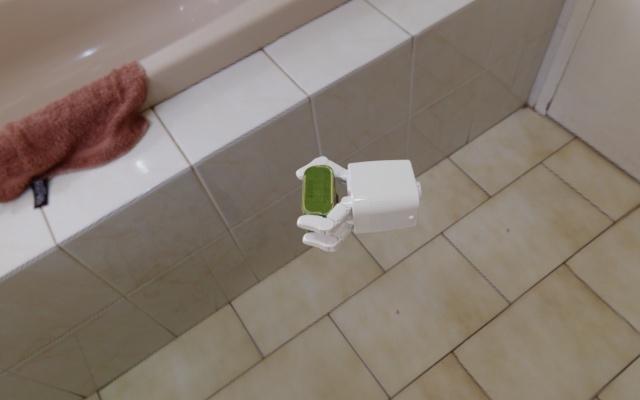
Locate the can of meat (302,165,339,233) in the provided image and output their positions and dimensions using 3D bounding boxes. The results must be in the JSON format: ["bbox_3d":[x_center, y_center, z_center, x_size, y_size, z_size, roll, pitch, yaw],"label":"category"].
[{"bbox_3d":[0.000,0.002,0.804,0.057,0.102,0.084,-2,-32,5],"label":"can of meat"}]
